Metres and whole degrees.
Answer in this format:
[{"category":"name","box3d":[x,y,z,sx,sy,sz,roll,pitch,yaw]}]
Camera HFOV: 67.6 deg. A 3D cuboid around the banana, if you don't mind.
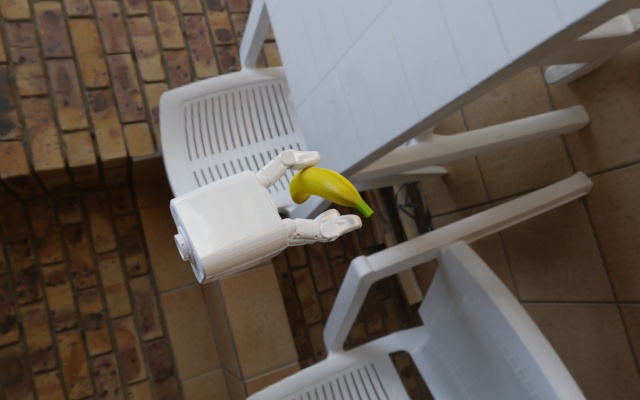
[{"category":"banana","box3d":[-0.005,-0.014,0.648,0.037,0.070,0.198,-31,19,-21]}]
